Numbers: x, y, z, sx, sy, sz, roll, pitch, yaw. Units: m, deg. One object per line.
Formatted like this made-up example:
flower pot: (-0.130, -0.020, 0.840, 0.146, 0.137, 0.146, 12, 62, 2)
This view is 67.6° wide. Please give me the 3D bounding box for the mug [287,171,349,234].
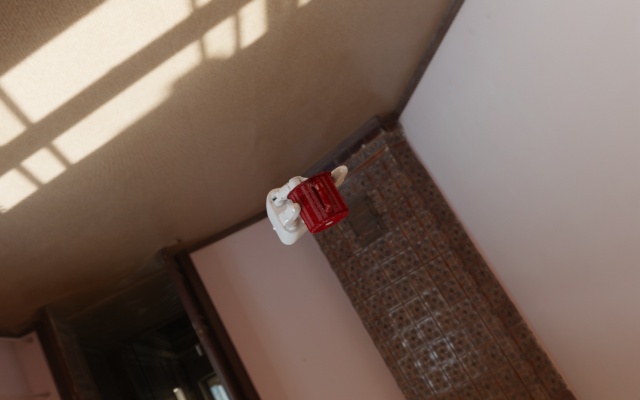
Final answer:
mug: (0.000, 0.002, 0.848, 0.093, 0.081, 0.117, -27, -12, -14)
